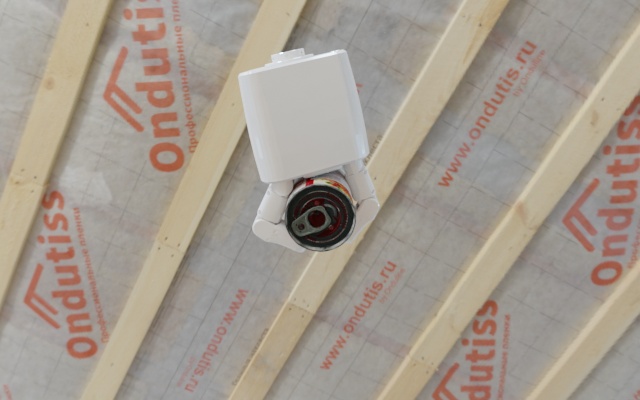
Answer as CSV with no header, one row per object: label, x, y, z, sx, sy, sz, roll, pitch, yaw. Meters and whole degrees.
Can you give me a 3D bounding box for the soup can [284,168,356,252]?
soup can,0.000,0.002,0.496,0.068,0.068,0.102,0,18,1
